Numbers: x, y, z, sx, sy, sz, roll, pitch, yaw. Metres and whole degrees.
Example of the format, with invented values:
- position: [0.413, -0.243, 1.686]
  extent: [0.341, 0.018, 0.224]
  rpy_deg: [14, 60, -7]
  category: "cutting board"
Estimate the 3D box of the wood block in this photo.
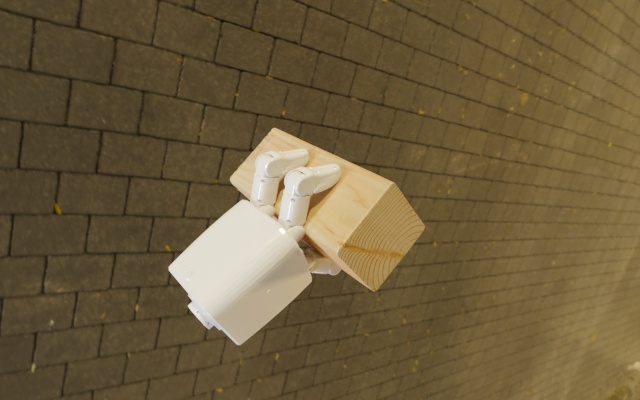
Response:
- position: [0.000, 0.002, 0.540]
  extent: [0.206, 0.090, 0.091]
  rpy_deg: [31, -12, 45]
  category: "wood block"
